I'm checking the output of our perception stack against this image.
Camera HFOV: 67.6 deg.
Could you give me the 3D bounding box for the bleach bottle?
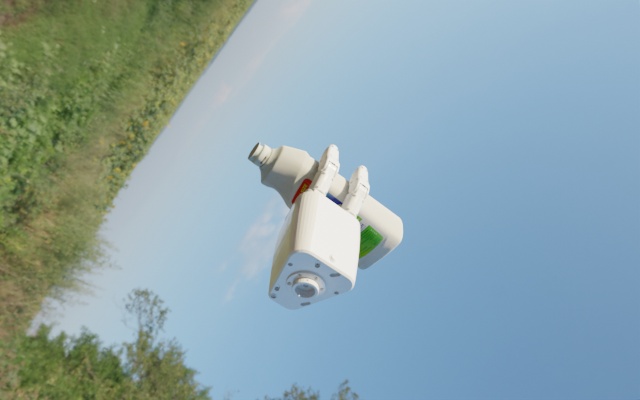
[{"bbox_3d":[0.000,0.002,0.702,0.251,0.068,0.103,34,-55,-20],"label":"bleach bottle"}]
